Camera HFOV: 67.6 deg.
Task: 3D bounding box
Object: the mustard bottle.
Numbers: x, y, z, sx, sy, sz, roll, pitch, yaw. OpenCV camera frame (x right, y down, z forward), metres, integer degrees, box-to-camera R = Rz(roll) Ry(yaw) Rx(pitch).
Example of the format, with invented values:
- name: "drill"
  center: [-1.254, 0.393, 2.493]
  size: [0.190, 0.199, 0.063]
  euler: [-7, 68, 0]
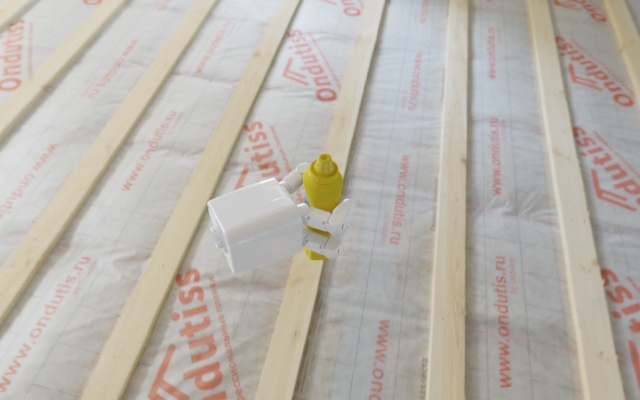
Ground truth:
- name: "mustard bottle"
  center: [0.000, 0.002, 0.721]
  size: [0.058, 0.096, 0.192]
  euler: [0, -39, -4]
